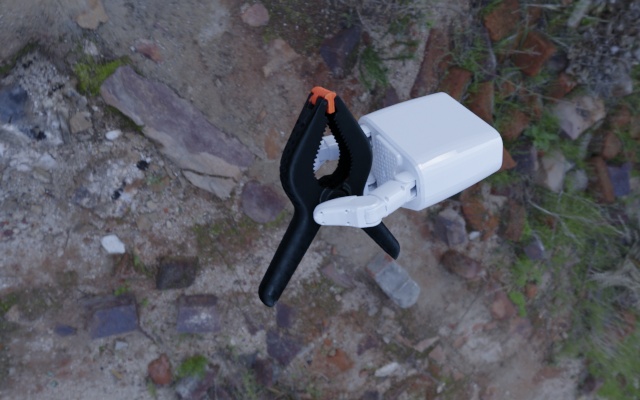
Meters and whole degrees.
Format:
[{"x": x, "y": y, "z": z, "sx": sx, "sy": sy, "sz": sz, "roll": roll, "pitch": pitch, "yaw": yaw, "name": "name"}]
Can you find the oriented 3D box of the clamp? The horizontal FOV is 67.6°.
[{"x": 0.001, "y": 0.001, "z": 0.455, "sx": 0.164, "sy": 0.210, "sz": 0.036, "roll": -24, "pitch": 33, "yaw": -21, "name": "clamp"}]
